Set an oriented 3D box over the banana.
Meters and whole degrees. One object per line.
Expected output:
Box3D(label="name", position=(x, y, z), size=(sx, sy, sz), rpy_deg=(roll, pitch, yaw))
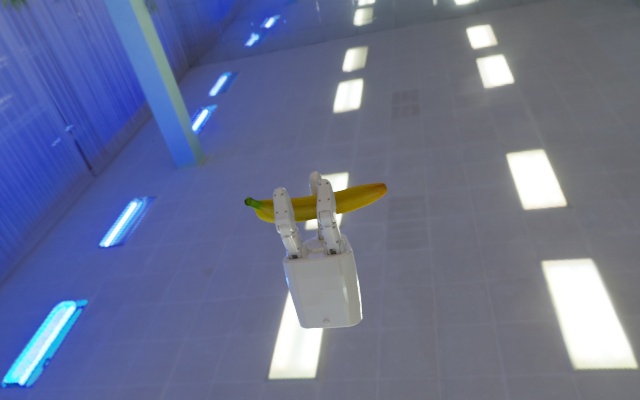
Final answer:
Box3D(label="banana", position=(-0.005, 0.006, 0.677), size=(0.198, 0.037, 0.070), rpy_deg=(-8, -10, -8))
